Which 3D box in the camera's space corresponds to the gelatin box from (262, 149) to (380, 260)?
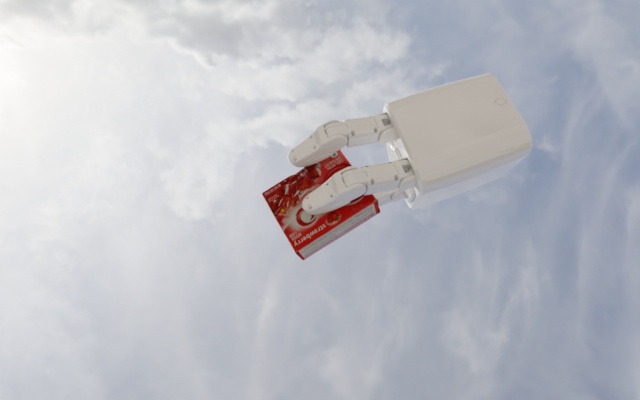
[{"bbox_3d":[0.000,0.002,0.452,0.089,0.073,0.030,-32,-29,-2],"label":"gelatin box"}]
